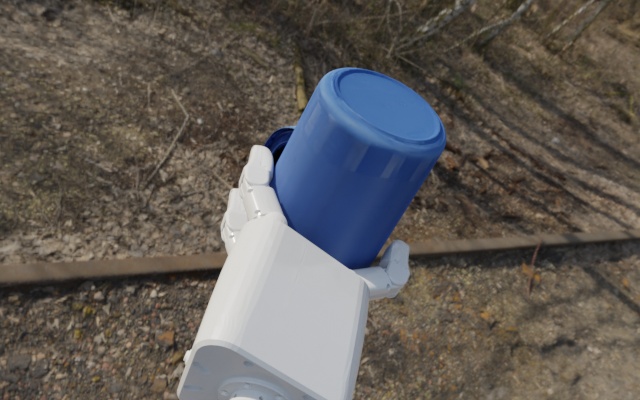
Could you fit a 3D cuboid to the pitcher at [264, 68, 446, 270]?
[{"bbox_3d":[0.000,0.002,0.438,0.149,0.243,0.145,25,39,-5],"label":"pitcher"}]
